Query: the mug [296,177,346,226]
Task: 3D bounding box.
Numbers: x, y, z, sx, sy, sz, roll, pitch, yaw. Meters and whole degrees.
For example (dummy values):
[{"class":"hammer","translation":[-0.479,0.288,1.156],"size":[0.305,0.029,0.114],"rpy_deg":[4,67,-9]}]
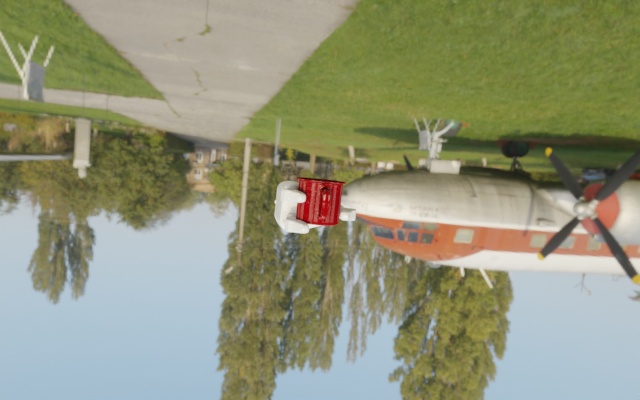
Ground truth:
[{"class":"mug","translation":[0.001,0.003,0.882],"size":[0.093,0.081,0.117],"rpy_deg":[5,5,-13]}]
